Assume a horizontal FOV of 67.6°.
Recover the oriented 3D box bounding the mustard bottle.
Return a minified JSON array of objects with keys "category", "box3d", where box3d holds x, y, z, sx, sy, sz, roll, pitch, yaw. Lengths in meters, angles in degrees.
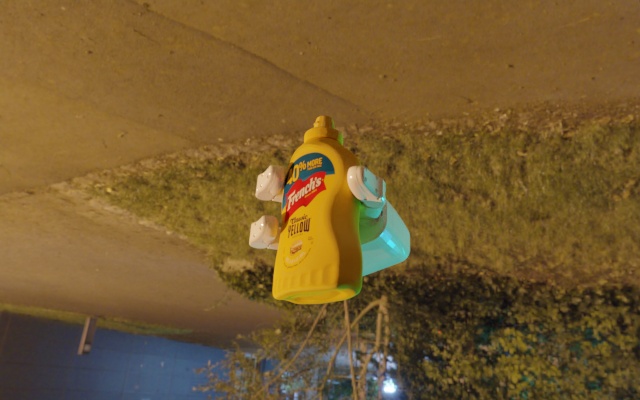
[{"category":"mustard bottle","box3d":[0.000,0.002,0.474,0.058,0.191,0.096,21,-28,-35]}]
